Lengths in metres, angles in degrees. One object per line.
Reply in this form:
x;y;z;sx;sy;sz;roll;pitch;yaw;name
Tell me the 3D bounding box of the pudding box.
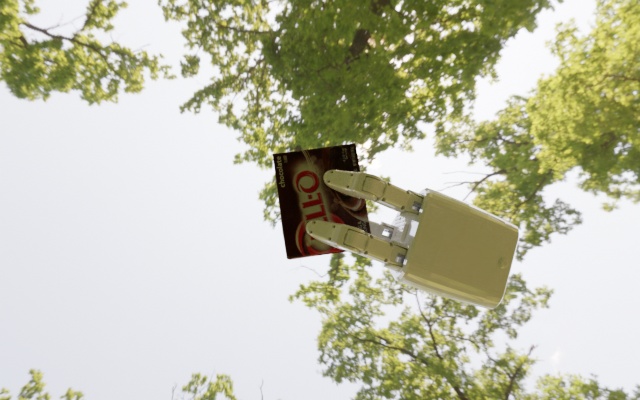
0.000;0.002;0.508;0.090;0.113;0.039;-8;-8;-8;pudding box
